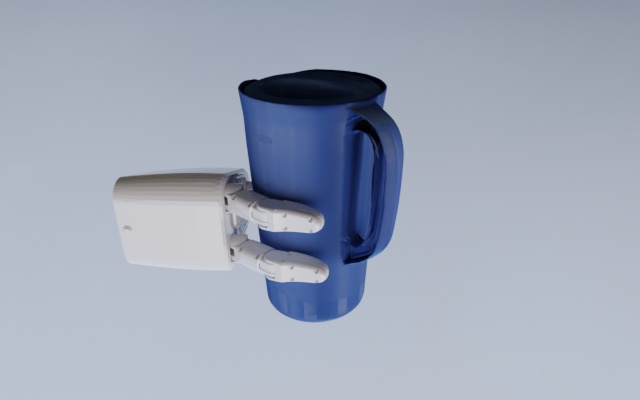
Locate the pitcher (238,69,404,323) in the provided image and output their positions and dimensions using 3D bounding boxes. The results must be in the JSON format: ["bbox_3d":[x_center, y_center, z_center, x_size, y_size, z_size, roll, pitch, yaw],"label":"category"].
[{"bbox_3d":[0.000,0.002,0.472,0.145,0.243,0.149,1,27,5],"label":"pitcher"}]
